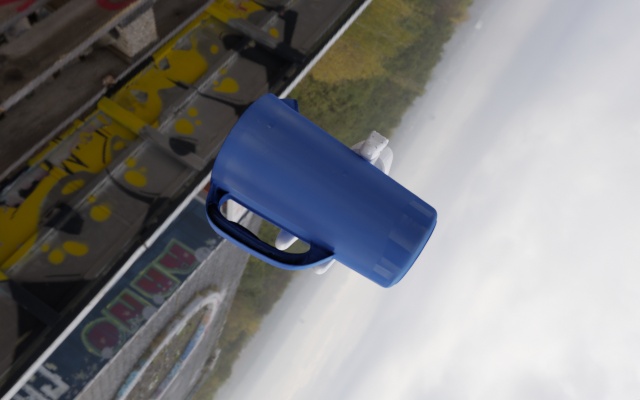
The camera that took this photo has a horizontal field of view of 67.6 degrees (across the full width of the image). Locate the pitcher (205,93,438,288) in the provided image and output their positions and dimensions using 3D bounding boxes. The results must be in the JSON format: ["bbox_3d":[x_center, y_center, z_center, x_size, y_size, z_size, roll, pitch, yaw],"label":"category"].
[{"bbox_3d":[0.000,0.002,0.548,0.243,0.149,0.145,33,21,6],"label":"pitcher"}]
